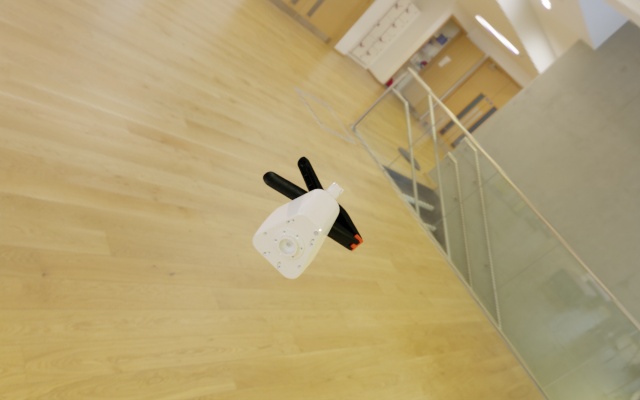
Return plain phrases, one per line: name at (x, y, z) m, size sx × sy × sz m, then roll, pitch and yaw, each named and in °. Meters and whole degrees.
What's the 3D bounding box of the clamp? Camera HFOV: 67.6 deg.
clamp at (0.001, 0.003, 0.883) m, size 0.036 × 0.210 × 0.164 m, roll -44°, pitch 3°, yaw 27°
